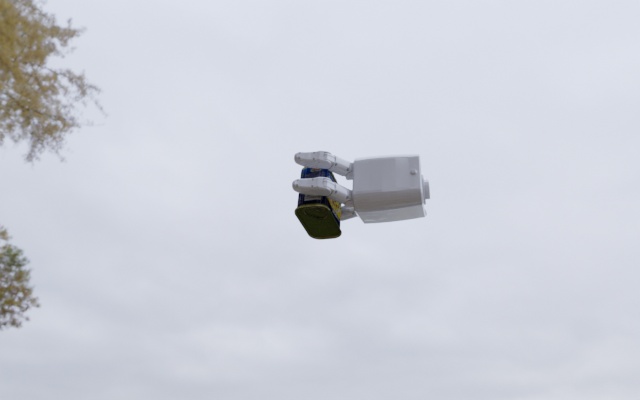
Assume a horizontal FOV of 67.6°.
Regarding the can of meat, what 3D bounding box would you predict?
[{"bbox_3d":[0.000,0.002,0.779,0.057,0.084,0.102,-7,-35,17],"label":"can of meat"}]
